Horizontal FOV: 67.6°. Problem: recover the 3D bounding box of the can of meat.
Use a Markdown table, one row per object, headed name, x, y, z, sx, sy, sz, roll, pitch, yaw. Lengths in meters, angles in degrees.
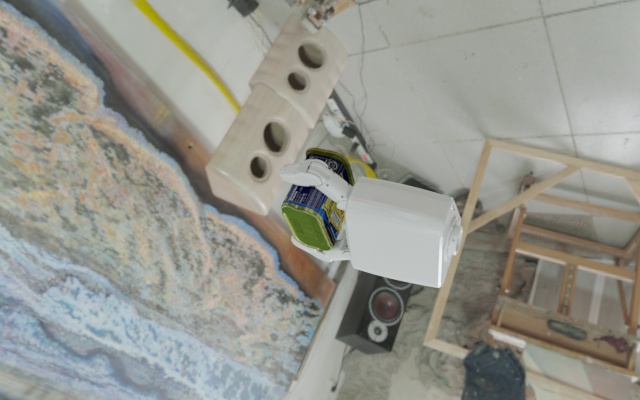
| name | x | y | z | sx | sy | sz | roll | pitch | yaw |
| --- | --- | --- | --- | --- | --- | --- | --- | --- | --- |
| can of meat | 0.000 | 0.002 | 0.573 | 0.057 | 0.084 | 0.102 | 13 | -29 | 23 |
